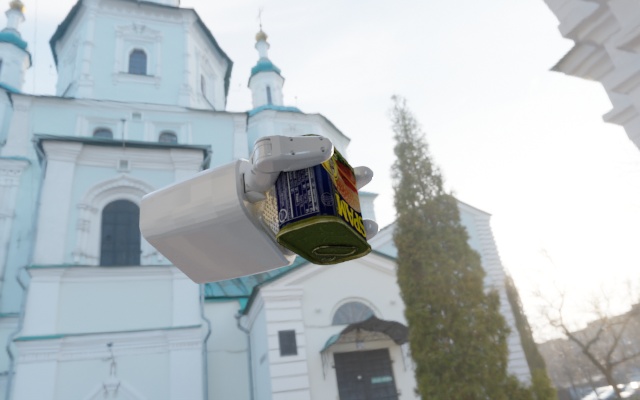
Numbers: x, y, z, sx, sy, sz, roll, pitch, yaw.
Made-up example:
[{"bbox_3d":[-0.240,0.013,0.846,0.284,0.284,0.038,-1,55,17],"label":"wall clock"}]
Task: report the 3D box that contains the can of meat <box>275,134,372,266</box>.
[{"bbox_3d":[0.000,0.001,0.416,0.057,0.084,0.102,-18,-27,18],"label":"can of meat"}]
